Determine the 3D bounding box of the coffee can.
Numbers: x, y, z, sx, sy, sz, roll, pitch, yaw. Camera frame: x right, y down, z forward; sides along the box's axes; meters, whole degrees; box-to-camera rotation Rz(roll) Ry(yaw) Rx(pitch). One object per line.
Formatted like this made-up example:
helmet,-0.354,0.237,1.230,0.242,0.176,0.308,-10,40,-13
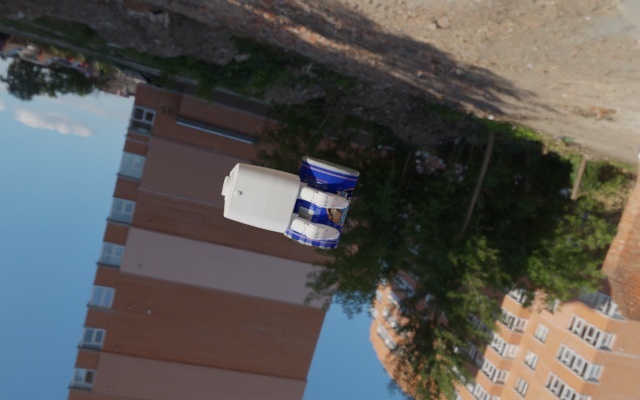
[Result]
coffee can,0.000,0.003,0.845,0.103,0.140,0.103,16,8,-2
